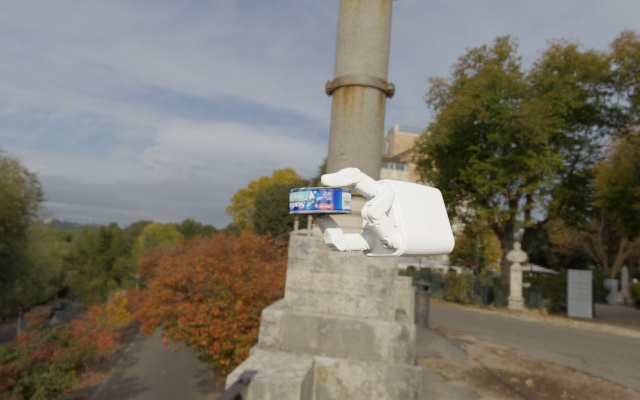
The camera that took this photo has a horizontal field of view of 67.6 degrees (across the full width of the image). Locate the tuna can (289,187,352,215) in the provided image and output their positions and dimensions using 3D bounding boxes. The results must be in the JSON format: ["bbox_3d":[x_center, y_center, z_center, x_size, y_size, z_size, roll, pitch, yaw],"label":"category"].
[{"bbox_3d":[0.000,0.002,0.657,0.086,0.034,0.086,-1,-4,0],"label":"tuna can"}]
